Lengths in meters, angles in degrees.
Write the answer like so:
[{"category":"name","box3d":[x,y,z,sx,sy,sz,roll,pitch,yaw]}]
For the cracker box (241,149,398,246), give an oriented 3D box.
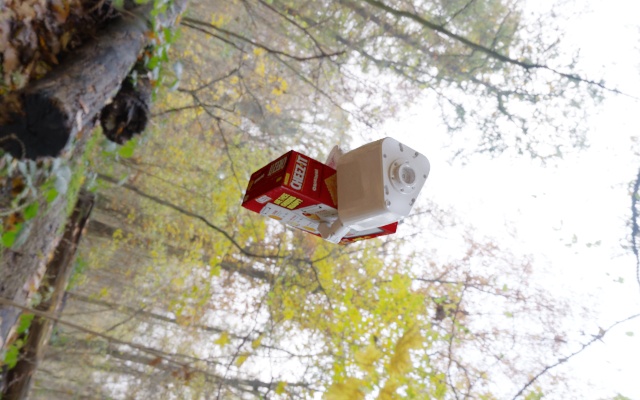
[{"category":"cracker box","box3d":[0.000,0.003,0.796,0.214,0.072,0.164,23,-22,-25]}]
